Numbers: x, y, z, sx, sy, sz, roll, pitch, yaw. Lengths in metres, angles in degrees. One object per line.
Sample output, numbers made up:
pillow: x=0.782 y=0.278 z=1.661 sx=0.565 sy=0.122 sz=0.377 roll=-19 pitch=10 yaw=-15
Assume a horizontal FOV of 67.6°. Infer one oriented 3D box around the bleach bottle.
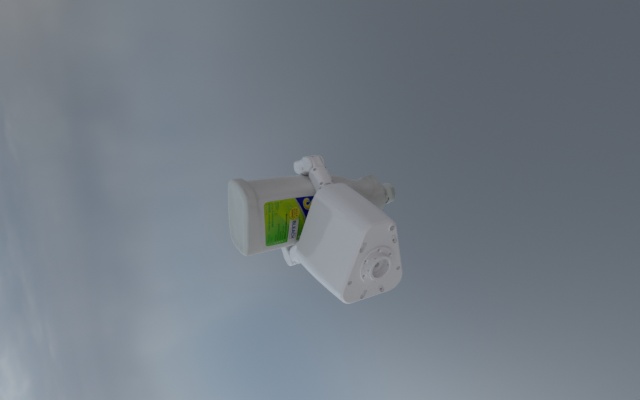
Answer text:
bleach bottle: x=0.000 y=0.002 z=0.671 sx=0.251 sy=0.103 sz=0.068 roll=-12 pitch=29 yaw=-29
